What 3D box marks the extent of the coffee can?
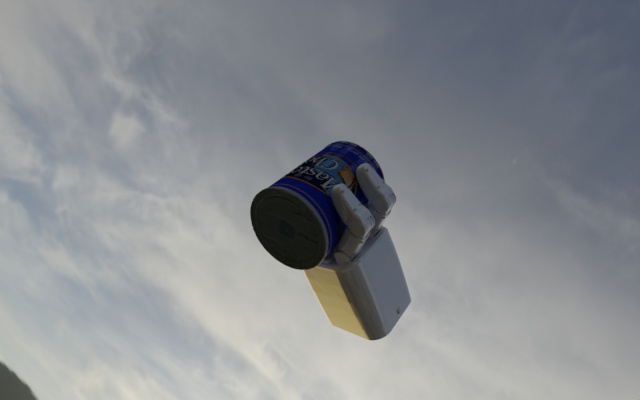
[{"bbox_3d":[0.000,0.002,0.569,0.103,0.103,0.140,0,27,38],"label":"coffee can"}]
